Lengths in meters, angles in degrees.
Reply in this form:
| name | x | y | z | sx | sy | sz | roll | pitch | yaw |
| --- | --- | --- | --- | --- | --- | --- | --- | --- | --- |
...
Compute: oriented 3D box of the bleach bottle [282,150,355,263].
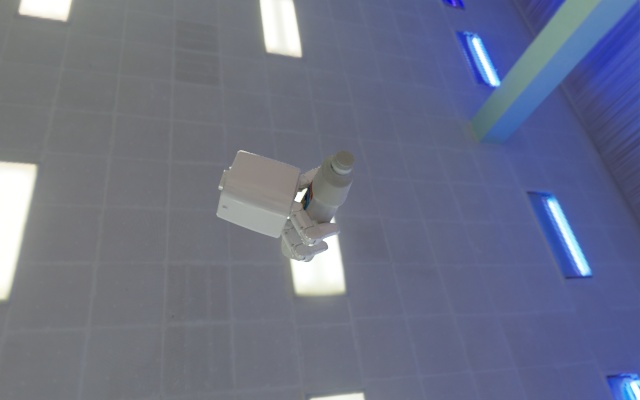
| name | x | y | z | sx | sy | sz | roll | pitch | yaw |
| --- | --- | --- | --- | --- | --- | --- | --- | --- | --- |
| bleach bottle | 0.000 | 0.003 | 0.763 | 0.068 | 0.102 | 0.251 | 19 | -37 | -7 |
